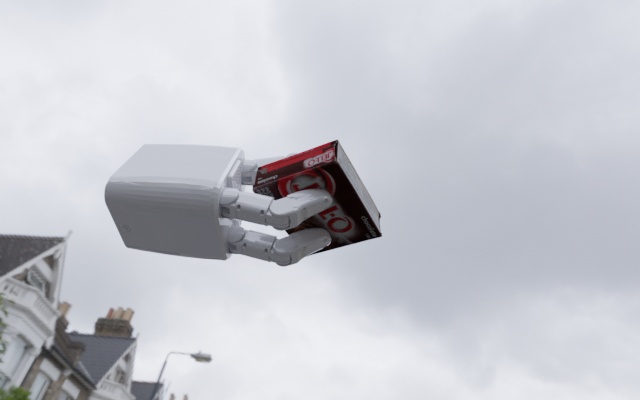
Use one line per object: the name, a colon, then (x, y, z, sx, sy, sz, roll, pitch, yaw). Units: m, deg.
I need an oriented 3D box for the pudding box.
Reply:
pudding box: (0.000, 0.001, 0.479, 0.090, 0.039, 0.114, -17, -47, 22)
